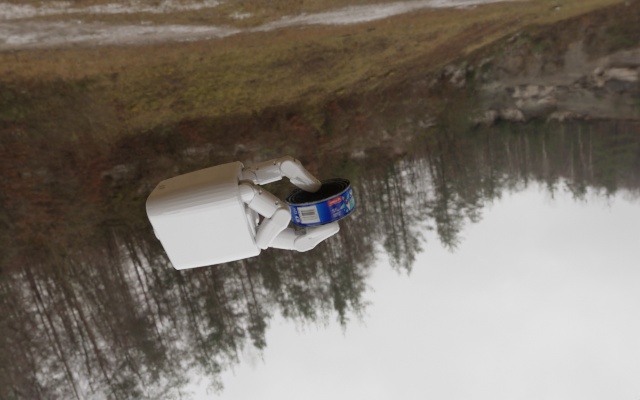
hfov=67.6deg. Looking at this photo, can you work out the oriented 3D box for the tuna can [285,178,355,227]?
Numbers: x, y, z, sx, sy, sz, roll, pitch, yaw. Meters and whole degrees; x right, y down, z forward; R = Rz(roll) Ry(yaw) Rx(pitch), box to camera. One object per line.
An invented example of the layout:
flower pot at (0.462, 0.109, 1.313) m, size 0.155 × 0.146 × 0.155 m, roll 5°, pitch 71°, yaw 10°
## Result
tuna can at (0.000, 0.003, 0.611) m, size 0.086 × 0.034 × 0.086 m, roll -14°, pitch 17°, yaw 4°
